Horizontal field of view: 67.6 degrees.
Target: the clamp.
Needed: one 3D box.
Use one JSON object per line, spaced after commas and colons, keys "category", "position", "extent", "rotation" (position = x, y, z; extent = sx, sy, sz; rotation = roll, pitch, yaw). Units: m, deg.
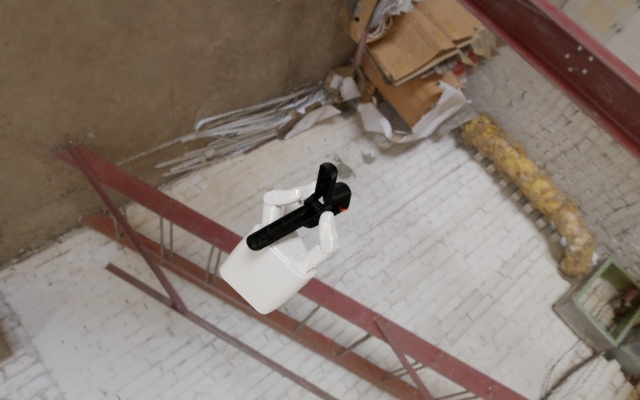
{"category": "clamp", "position": [0.001, 0.003, 0.703], "extent": [0.164, 0.036, 0.210], "rotation": [-44, -15, 25]}
